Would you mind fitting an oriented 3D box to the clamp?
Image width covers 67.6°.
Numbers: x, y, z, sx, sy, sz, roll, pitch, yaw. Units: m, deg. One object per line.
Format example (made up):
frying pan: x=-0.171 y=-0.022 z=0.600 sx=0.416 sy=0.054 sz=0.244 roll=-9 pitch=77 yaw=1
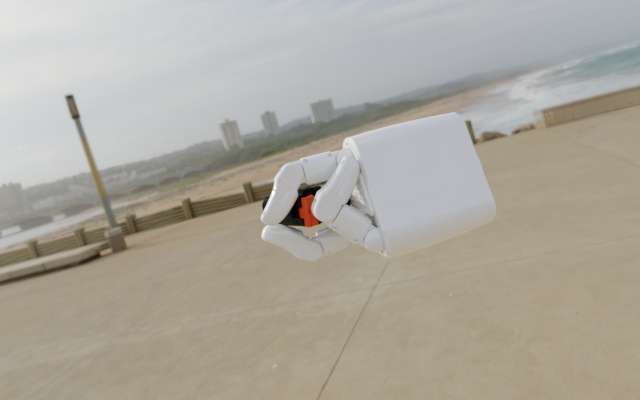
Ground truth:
clamp: x=0.000 y=0.001 z=0.508 sx=0.120 sy=0.039 sz=0.171 roll=-17 pitch=8 yaw=-7
